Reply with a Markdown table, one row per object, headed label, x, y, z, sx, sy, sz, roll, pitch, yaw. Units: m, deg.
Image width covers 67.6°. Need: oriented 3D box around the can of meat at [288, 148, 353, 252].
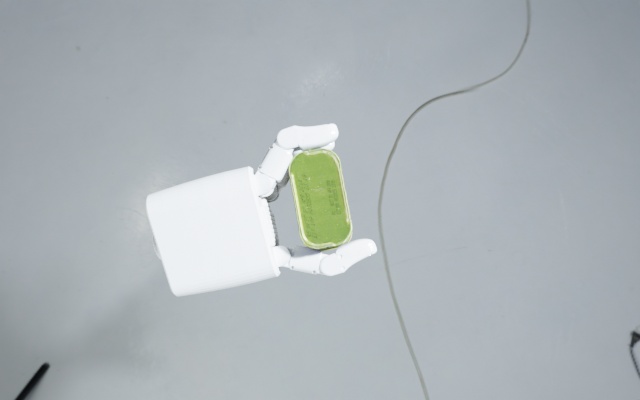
| label | x | y | z | sx | sy | sz | roll | pitch | yaw |
| --- | --- | --- | --- | --- | --- | --- | --- | --- | --- |
| can of meat | 0.000 | 0.002 | 0.495 | 0.057 | 0.102 | 0.084 | -11 | -6 | 0 |
